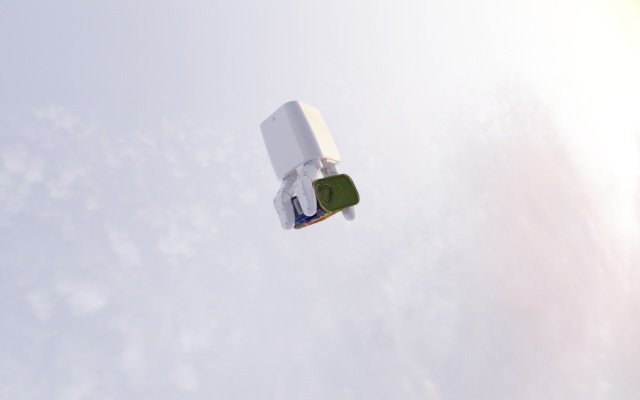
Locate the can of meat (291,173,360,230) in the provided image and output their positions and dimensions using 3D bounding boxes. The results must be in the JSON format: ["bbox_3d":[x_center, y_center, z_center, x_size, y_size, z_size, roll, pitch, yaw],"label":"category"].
[{"bbox_3d":[0.000,0.003,0.781,0.084,0.057,0.102,-30,-9,39],"label":"can of meat"}]
